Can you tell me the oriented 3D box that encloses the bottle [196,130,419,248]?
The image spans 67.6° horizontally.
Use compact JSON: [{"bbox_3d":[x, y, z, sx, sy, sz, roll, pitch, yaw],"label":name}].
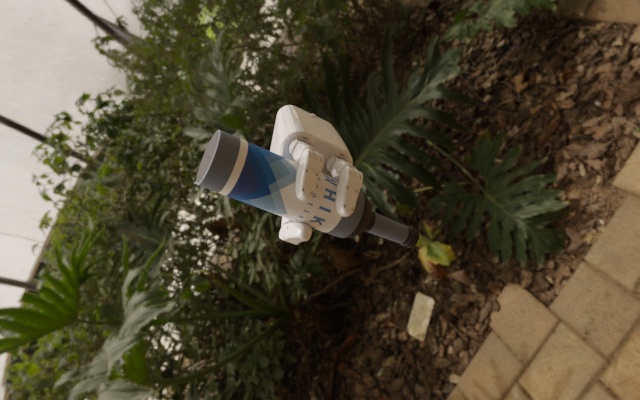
[{"bbox_3d":[0.000,0.002,0.589,0.296,0.069,0.069,22,-9,-24],"label":"bottle"}]
